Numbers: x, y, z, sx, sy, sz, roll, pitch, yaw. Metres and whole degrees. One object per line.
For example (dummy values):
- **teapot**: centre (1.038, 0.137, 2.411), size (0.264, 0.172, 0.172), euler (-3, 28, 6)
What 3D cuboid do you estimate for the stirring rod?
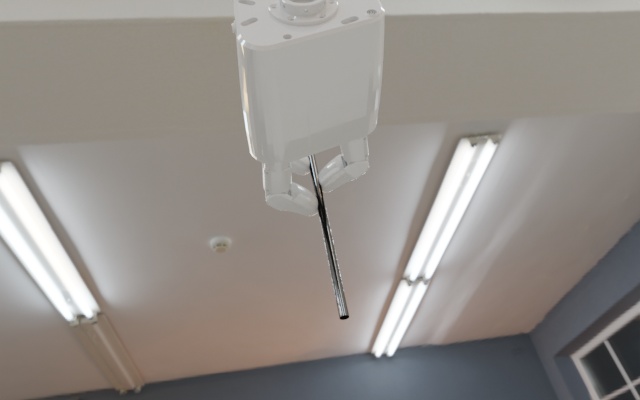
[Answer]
- **stirring rod**: centre (0.000, 0.002, 0.455), size (0.011, 0.239, 0.011), euler (-7, -39, -6)
